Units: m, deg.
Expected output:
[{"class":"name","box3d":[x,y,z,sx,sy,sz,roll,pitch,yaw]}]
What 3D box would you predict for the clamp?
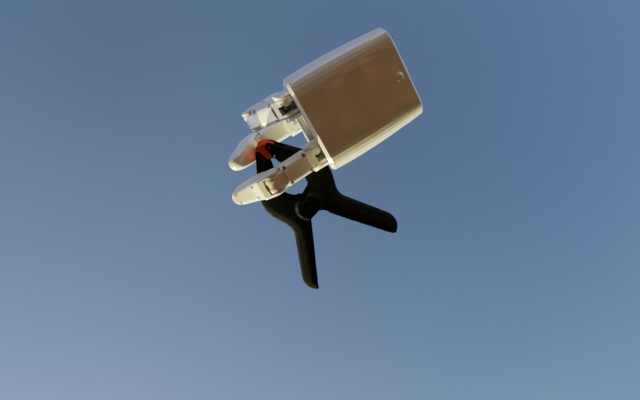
[{"class":"clamp","box3d":[0.000,0.001,0.501,0.120,0.171,0.039,-31,20,-1]}]
